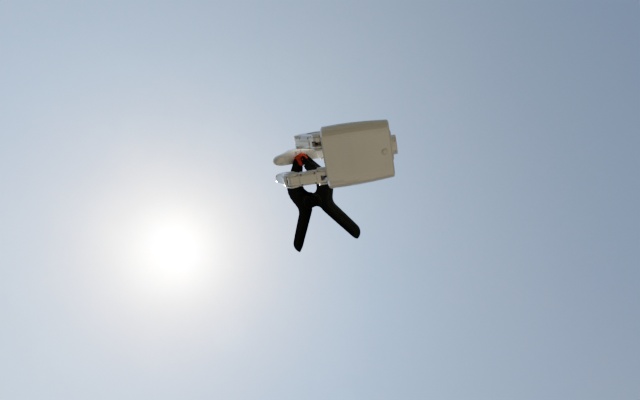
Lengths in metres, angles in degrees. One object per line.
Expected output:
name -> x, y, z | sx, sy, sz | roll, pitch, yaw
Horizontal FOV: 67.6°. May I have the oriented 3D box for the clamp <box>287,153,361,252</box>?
clamp -> 0.000, 0.002, 0.809 | 0.120, 0.171, 0.039 | -8, 16, 8
